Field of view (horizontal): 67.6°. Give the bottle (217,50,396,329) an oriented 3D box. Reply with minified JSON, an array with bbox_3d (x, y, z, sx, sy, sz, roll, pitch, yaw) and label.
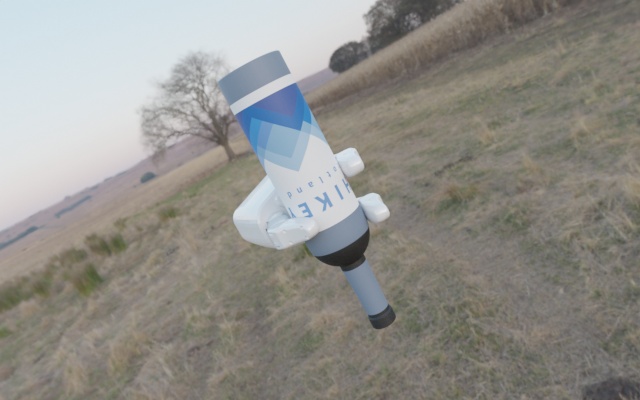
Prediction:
[{"bbox_3d":[0.000,0.001,0.478,0.069,0.296,0.069,-27,12,6],"label":"bottle"}]
